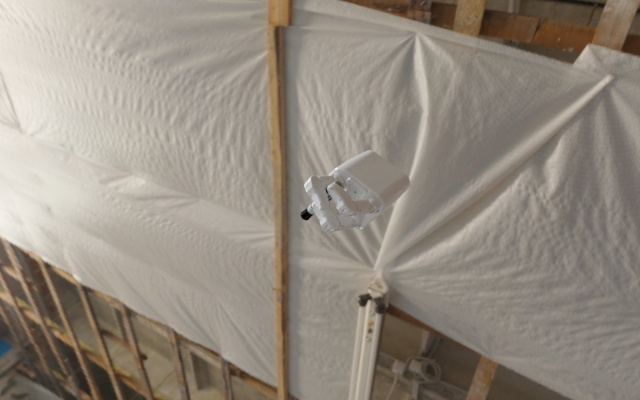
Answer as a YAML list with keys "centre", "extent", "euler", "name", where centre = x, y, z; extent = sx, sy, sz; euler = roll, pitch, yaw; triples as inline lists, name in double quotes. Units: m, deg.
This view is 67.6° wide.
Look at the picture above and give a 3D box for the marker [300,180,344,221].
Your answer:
- centre: [0.000, 0.003, 0.827]
  extent: [0.020, 0.020, 0.121]
  euler: [0, -28, -36]
  name: "marker"
